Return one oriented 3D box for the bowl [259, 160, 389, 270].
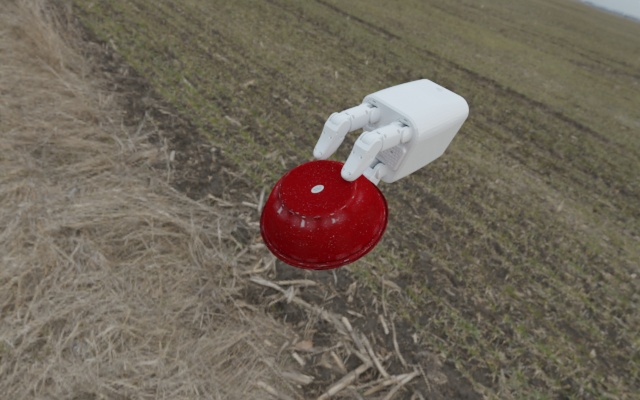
[{"bbox_3d":[-0.001,0.002,0.573,0.162,0.162,0.055,0,-41,10],"label":"bowl"}]
